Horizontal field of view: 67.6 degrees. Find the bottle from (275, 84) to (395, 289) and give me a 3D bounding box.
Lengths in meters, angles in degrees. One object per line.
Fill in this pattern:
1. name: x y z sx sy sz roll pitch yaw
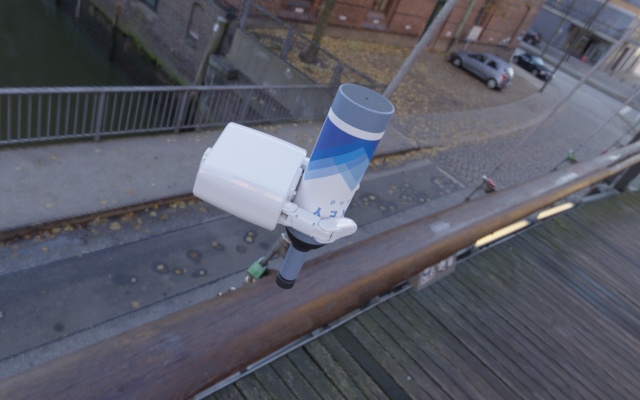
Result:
1. bottle: 0.000 0.002 0.601 0.069 0.296 0.069 17 32 -11
